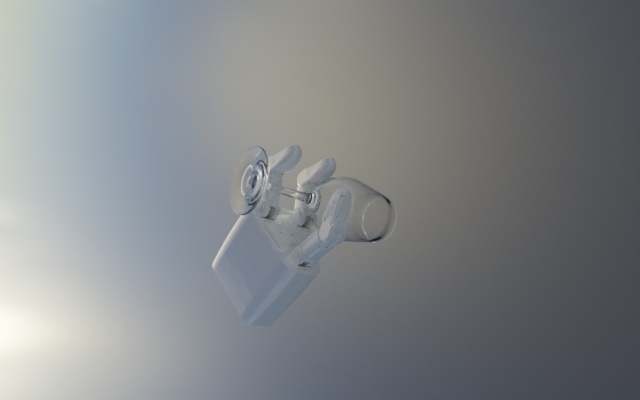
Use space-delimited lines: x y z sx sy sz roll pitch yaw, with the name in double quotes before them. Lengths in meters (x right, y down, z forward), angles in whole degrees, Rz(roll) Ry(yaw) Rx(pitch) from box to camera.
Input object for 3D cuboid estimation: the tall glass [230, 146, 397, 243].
"tall glass" 0.000 0.002 0.556 0.201 0.079 0.079 16 -10 -37
